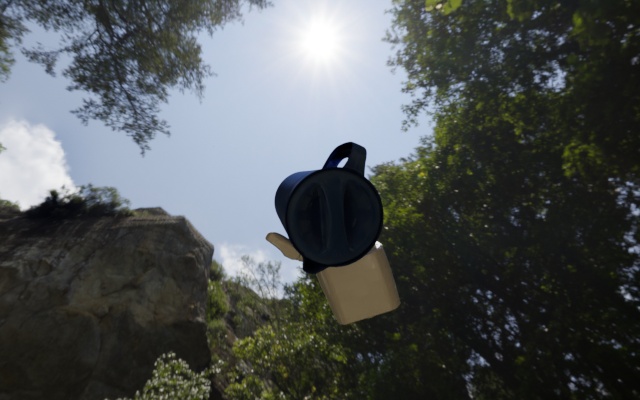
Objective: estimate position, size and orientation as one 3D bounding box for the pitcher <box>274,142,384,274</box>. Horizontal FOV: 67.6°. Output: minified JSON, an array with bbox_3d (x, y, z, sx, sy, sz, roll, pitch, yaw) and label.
[{"bbox_3d":[0.000,0.003,0.732,0.149,0.145,0.243,-25,10,-9],"label":"pitcher"}]
